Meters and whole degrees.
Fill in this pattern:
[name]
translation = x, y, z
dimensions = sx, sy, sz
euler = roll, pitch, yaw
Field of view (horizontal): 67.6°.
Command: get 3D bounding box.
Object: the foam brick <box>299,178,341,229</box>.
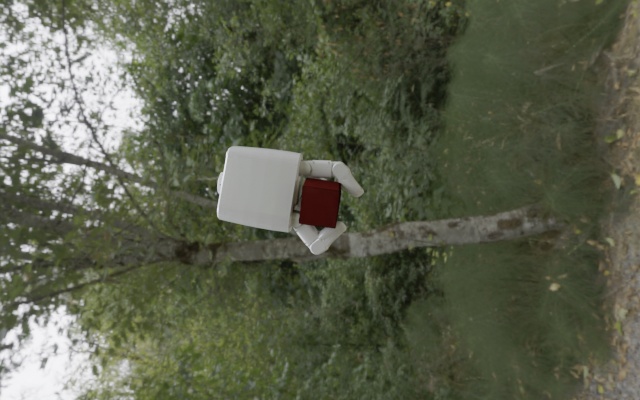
[foam brick]
translation = 0.000, 0.002, 0.657
dimensions = 0.051, 0.053, 0.078
euler = 8, 11, 1
